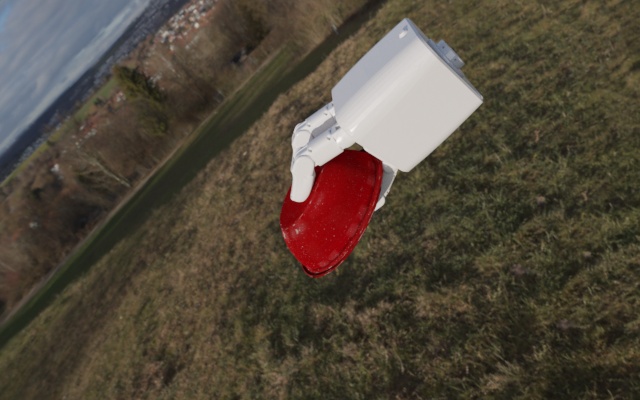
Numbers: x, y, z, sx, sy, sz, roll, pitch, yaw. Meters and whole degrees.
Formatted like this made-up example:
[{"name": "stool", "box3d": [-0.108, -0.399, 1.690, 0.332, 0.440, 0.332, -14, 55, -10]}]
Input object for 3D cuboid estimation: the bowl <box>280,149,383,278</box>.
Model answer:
[{"name": "bowl", "box3d": [-0.001, 0.003, 0.539, 0.055, 0.162, 0.162, 27, -10, -20]}]
